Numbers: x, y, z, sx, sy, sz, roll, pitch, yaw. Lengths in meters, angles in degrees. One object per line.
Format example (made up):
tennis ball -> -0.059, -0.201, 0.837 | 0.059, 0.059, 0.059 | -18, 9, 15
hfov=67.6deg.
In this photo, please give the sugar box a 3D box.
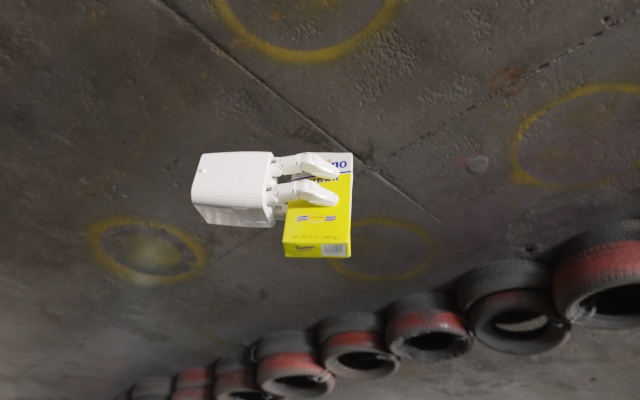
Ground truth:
sugar box -> 0.000, 0.002, 0.707 | 0.093, 0.176, 0.048 | 0, -39, 5
